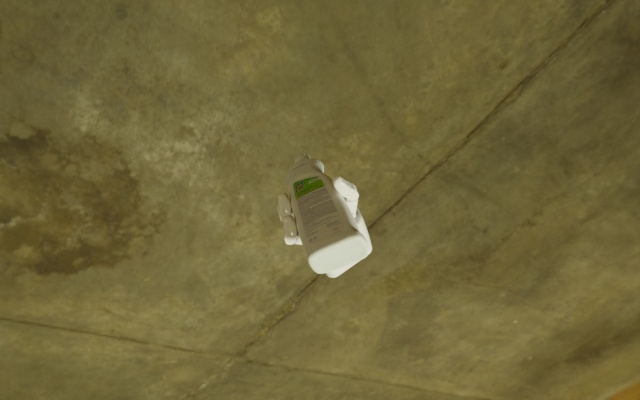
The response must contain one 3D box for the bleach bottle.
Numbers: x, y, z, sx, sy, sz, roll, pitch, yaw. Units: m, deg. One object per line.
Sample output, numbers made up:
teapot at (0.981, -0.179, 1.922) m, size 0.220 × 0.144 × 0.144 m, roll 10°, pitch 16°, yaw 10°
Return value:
bleach bottle at (0.000, 0.003, 0.835) m, size 0.102 × 0.250 × 0.068 m, roll -22°, pitch -43°, yaw 4°
